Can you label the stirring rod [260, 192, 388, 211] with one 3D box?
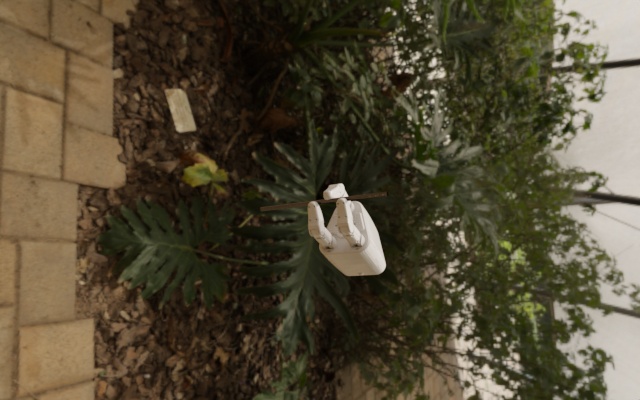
[{"bbox_3d":[0.000,0.003,0.823,0.239,0.011,0.011,-7,-3,25],"label":"stirring rod"}]
